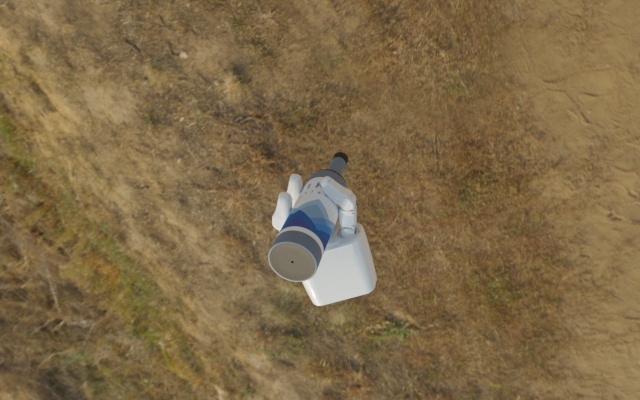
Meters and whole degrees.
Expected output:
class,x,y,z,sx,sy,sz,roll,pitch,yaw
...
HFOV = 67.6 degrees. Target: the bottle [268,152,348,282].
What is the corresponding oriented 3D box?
class,x,y,z,sx,sy,sz,roll,pitch,yaw
bottle,0.000,0.002,0.730,0.069,0.069,0.295,0,32,17
